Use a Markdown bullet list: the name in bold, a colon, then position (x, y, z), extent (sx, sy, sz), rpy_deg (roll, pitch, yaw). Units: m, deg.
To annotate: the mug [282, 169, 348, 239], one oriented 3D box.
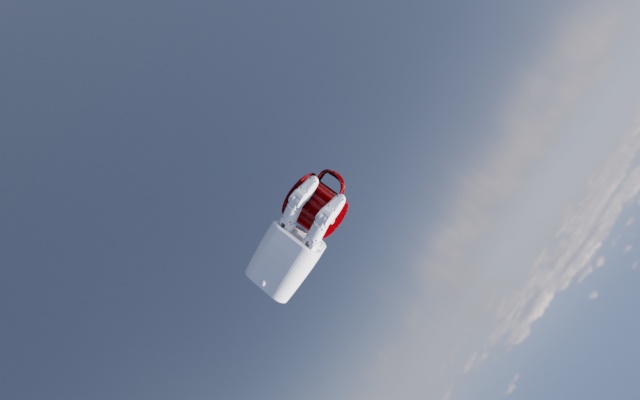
- **mug**: position (0.001, 0.002, 0.825), extent (0.081, 0.117, 0.093), rpy_deg (36, 11, 20)
